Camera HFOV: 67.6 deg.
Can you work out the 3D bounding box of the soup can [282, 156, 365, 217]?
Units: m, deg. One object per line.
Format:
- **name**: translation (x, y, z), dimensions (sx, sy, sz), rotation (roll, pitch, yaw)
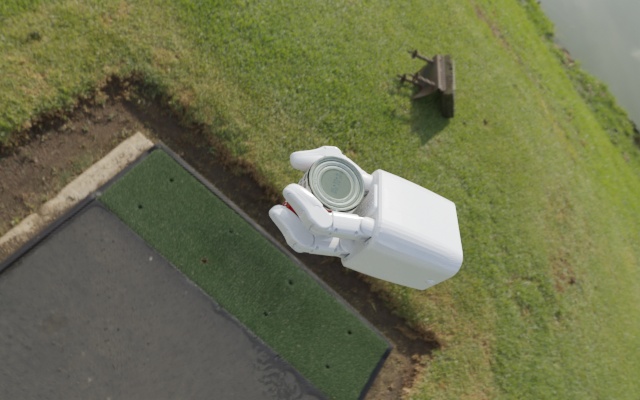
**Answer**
- **soup can**: translation (0.000, 0.001, 0.546), dimensions (0.068, 0.068, 0.102), rotation (0, -24, -23)
